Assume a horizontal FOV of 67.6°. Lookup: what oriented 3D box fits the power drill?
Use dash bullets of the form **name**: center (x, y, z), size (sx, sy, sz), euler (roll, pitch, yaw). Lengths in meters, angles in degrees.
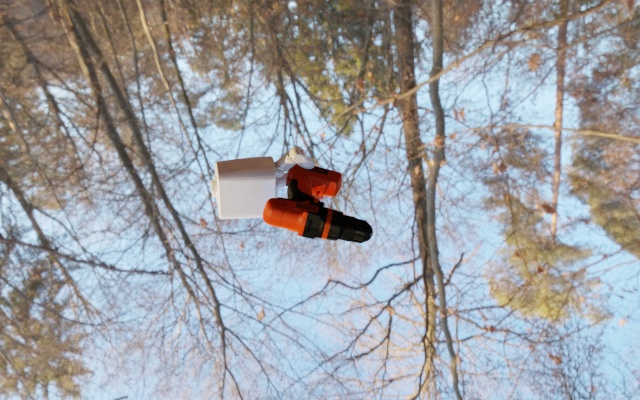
- **power drill**: center (0.000, 0.003, 0.848), size (0.184, 0.057, 0.187), euler (14, 26, -5)
